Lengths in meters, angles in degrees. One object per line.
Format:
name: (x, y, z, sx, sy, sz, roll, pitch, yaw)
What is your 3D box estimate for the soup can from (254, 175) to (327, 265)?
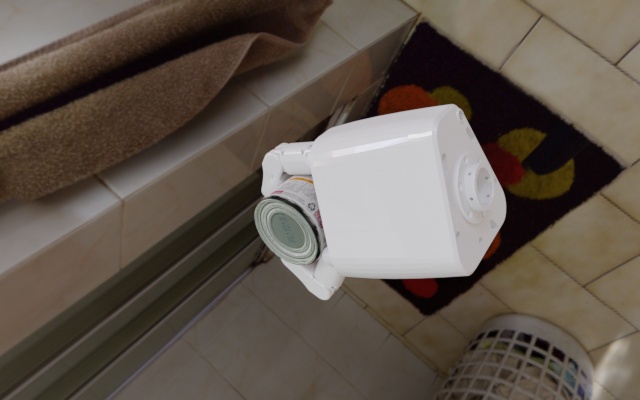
soup can: (-0.001, 0.001, 0.418, 0.068, 0.068, 0.102, 0, 30, 41)
